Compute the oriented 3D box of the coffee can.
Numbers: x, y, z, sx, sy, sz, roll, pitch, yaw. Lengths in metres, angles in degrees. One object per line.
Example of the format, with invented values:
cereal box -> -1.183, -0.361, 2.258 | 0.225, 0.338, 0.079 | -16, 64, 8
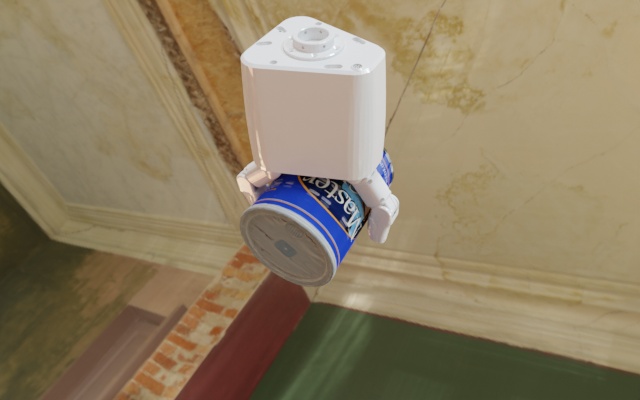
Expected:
coffee can -> 0.000, 0.002, 0.485 | 0.103, 0.103, 0.140 | 0, 40, 38
